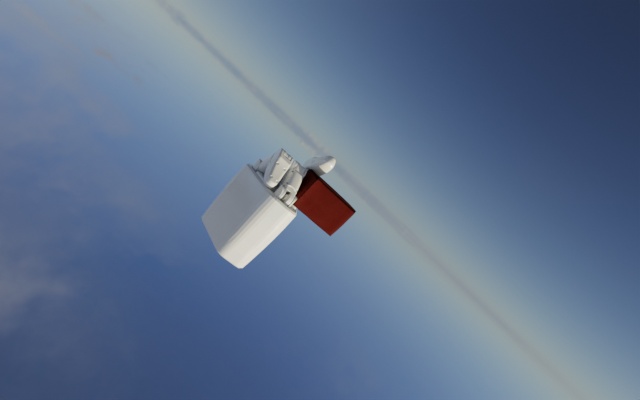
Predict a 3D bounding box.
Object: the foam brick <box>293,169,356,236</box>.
[{"bbox_3d":[0.000,0.002,0.675,0.078,0.051,0.053,41,4,-23],"label":"foam brick"}]
